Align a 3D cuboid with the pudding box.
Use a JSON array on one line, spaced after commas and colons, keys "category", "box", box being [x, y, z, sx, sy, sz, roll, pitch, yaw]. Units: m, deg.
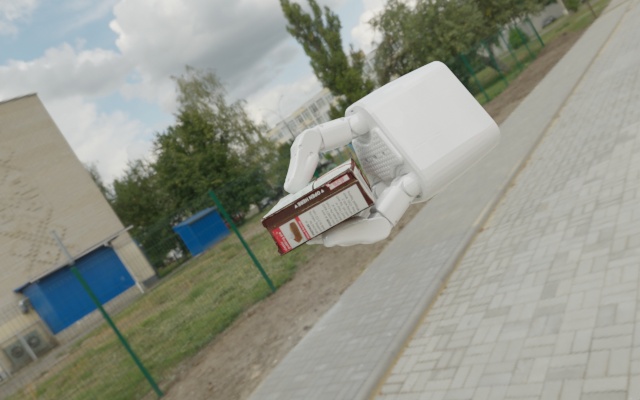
[{"category": "pudding box", "box": [0.000, 0.001, 0.436, 0.090, 0.039, 0.113, -31, 4, 8]}]
